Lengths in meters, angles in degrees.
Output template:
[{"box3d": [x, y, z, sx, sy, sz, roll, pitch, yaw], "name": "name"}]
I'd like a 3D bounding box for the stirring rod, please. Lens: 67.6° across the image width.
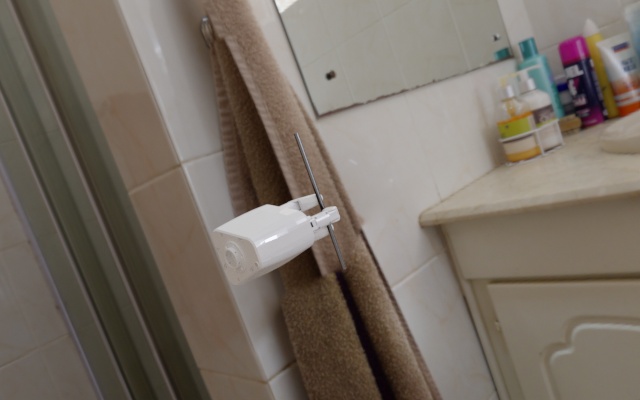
[{"box3d": [0.000, 0.003, 0.794, 0.011, 0.239, 0.011, -19, 6, 2], "name": "stirring rod"}]
